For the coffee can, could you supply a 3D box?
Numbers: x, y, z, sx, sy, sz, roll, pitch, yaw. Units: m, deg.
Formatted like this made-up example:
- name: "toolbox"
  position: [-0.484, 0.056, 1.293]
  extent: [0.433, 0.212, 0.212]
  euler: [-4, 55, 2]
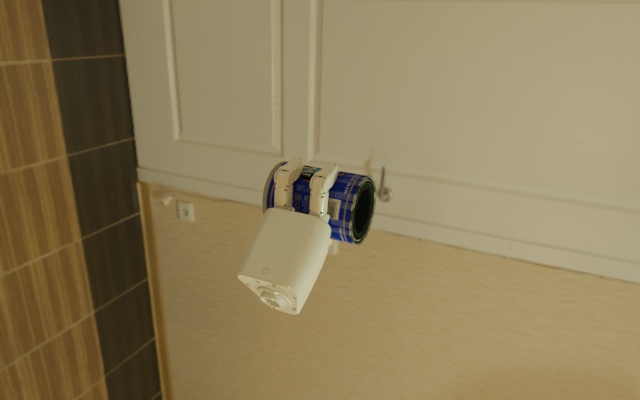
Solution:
- name: "coffee can"
  position: [0.000, 0.002, 0.709]
  extent: [0.140, 0.103, 0.103]
  euler: [11, 4, 23]
